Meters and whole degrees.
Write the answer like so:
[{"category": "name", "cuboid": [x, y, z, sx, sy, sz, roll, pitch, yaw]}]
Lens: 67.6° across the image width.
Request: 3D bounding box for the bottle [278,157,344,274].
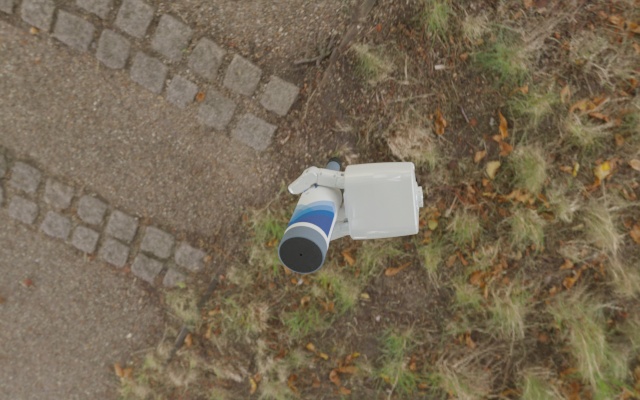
[{"category": "bottle", "cuboid": [0.000, 0.003, 0.787, 0.069, 0.069, 0.295, 0, 30, 12]}]
